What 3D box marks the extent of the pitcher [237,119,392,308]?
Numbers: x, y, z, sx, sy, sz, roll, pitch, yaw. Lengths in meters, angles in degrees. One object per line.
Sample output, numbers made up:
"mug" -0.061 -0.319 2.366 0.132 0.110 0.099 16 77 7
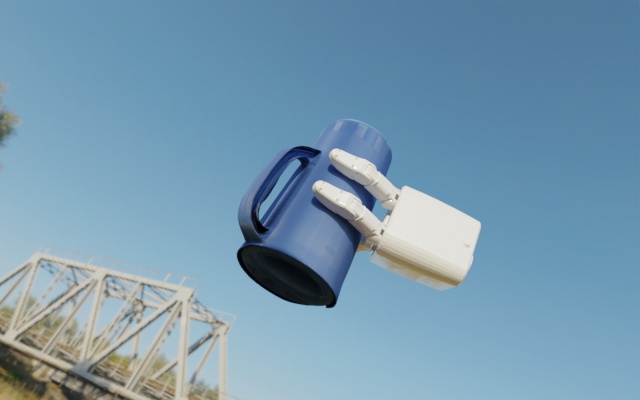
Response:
"pitcher" 0.000 0.002 0.619 0.145 0.242 0.149 25 -32 6
